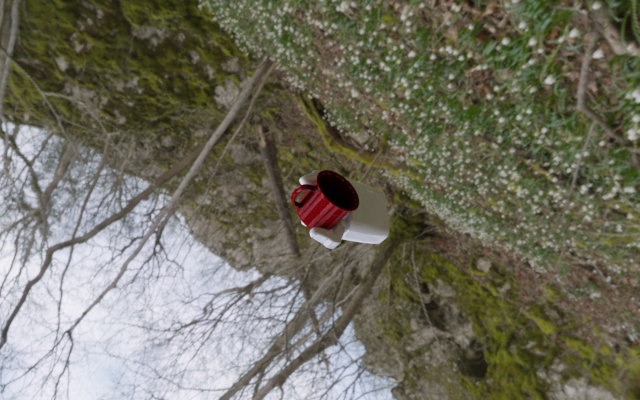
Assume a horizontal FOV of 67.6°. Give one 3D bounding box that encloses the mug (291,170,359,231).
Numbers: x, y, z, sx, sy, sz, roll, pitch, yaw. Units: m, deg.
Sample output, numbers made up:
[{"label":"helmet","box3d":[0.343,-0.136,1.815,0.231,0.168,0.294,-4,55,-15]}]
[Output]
[{"label":"mug","box3d":[-0.001,0.003,0.862,0.117,0.093,0.081,15,-47,-34]}]
